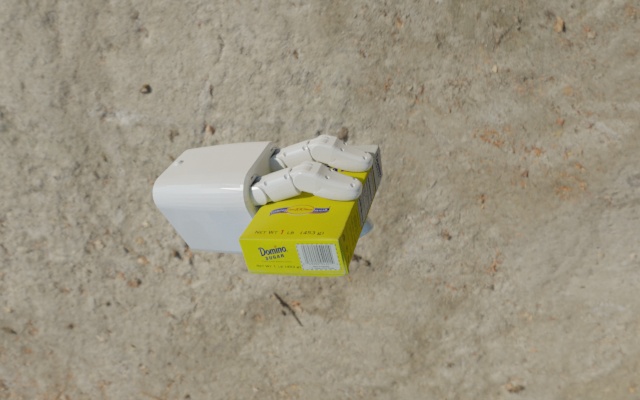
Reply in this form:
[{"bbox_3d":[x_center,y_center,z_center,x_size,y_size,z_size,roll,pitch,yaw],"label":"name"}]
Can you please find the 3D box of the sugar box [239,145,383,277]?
[{"bbox_3d":[0.000,0.001,0.467,0.093,0.048,0.176,-1,34,19],"label":"sugar box"}]
